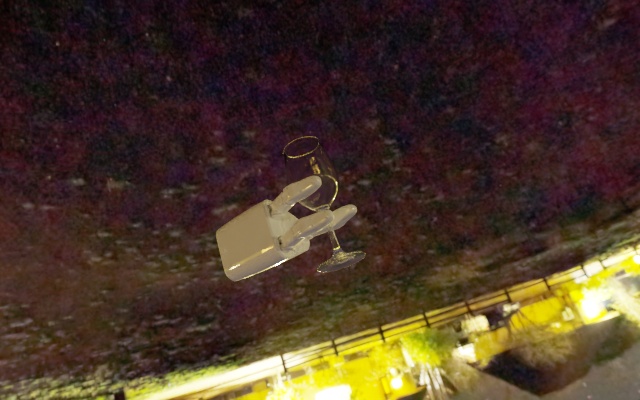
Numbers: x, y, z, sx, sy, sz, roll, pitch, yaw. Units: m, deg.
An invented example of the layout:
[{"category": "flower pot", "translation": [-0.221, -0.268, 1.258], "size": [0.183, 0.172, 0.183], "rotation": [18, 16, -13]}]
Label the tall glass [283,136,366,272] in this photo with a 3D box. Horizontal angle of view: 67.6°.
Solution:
[{"category": "tall glass", "translation": [0.000, 0.003, 0.726], "size": [0.079, 0.201, 0.079], "rotation": [-16, -21, -6]}]
